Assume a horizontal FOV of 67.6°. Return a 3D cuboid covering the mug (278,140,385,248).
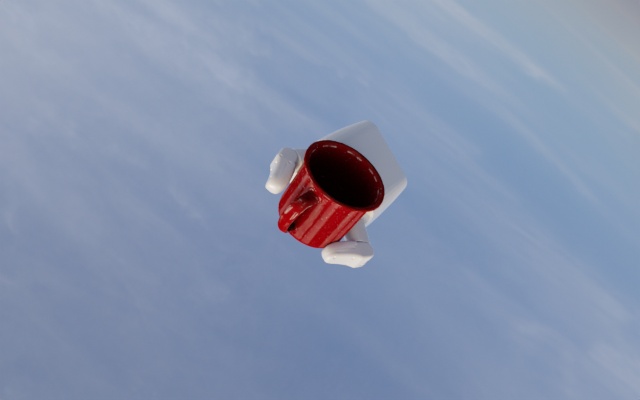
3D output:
[{"bbox_3d":[-0.001,0.002,0.495,0.117,0.093,0.081,-32,-15,-47],"label":"mug"}]
